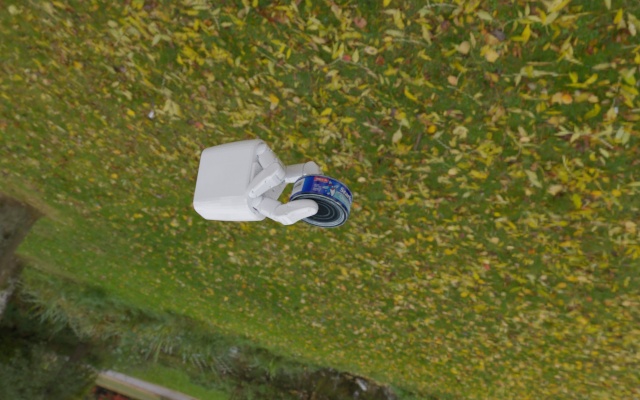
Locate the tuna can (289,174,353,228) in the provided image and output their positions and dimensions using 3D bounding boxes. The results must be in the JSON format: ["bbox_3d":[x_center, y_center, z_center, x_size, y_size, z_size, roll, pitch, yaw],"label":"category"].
[{"bbox_3d":[0.000,0.003,0.663,0.086,0.033,0.086,11,-33,7],"label":"tuna can"}]
